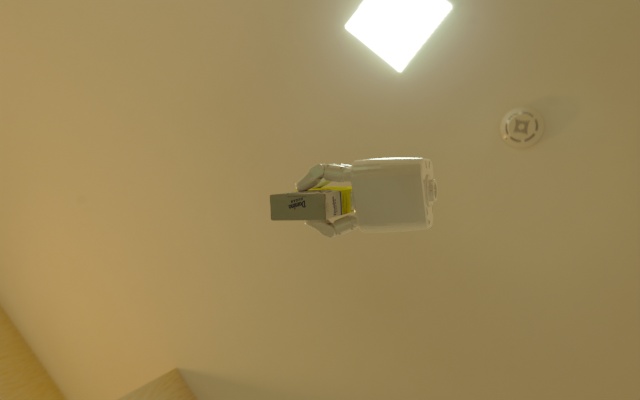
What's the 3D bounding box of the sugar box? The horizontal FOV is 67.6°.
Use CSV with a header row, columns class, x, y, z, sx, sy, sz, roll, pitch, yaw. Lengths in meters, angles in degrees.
class,x,y,z,sx,sy,sz,roll,pitch,yaw
sugar box,0.000,0.002,0.775,0.093,0.048,0.176,-1,2,23
